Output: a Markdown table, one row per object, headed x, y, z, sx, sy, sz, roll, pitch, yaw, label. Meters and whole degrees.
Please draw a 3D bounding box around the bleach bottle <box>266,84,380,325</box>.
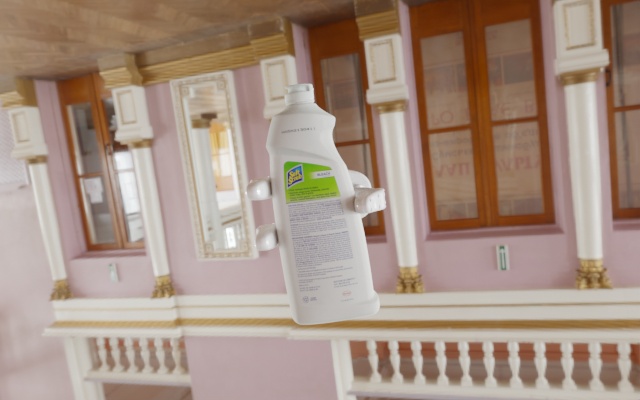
| x | y | z | sx | sy | sz | roll | pitch | yaw | label |
| --- | --- | --- | --- | --- | --- | --- | --- | --- | --- |
| 0.000 | 0.002 | 0.518 | 0.102 | 0.251 | 0.068 | -8 | 7 | -5 | bleach bottle |
